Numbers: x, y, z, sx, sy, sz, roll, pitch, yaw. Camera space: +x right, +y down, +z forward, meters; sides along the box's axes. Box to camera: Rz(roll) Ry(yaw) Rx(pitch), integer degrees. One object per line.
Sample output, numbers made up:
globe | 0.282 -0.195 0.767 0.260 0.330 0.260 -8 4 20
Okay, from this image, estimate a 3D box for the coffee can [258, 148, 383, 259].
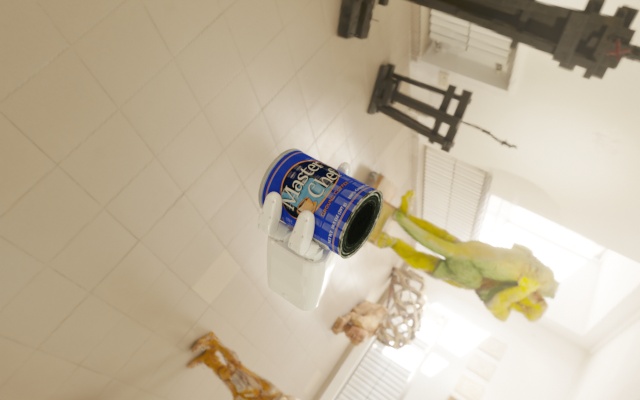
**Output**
coffee can | 0.000 0.002 0.659 0.140 0.103 0.103 29 13 25
